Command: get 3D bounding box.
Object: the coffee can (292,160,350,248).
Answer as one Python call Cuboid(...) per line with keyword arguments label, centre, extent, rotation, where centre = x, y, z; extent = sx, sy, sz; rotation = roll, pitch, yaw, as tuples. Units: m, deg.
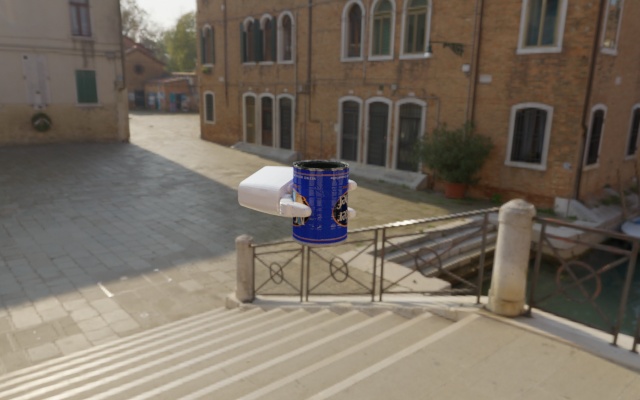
Cuboid(label="coffee can", centre=(0.000, 0.003, 0.867), extent=(0.103, 0.140, 0.102), rotation=(1, 14, 0))
